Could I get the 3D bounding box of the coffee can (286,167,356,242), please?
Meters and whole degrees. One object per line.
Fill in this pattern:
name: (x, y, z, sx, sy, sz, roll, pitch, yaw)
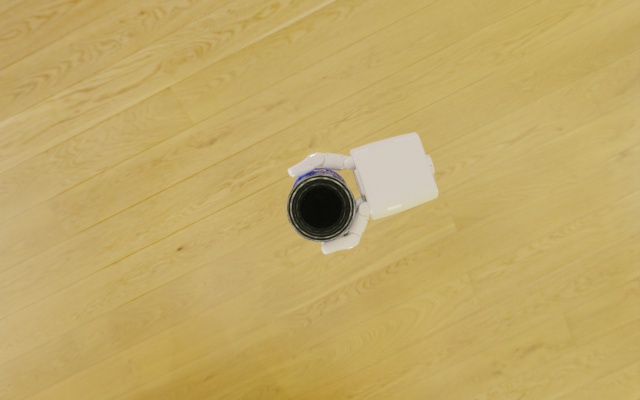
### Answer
coffee can: (0.000, 0.002, 0.765, 0.103, 0.103, 0.140, 0, 8, -1)
